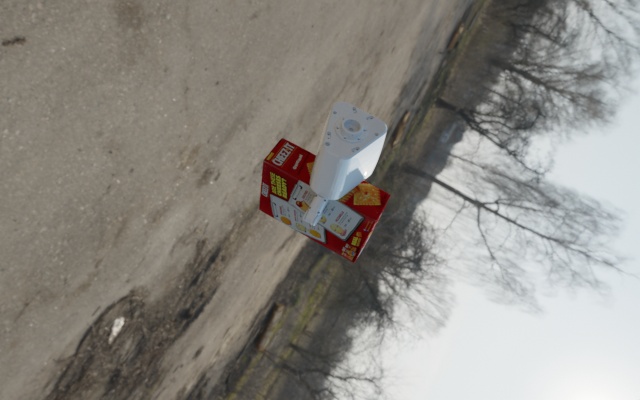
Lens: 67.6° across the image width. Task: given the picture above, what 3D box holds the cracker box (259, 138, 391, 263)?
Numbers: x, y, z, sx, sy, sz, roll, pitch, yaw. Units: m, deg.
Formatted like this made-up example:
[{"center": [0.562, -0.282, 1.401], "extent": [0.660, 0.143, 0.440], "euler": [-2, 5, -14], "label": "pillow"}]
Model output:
[{"center": [0.000, 0.003, 0.859], "extent": [0.213, 0.072, 0.164], "euler": [29, -33, 8], "label": "cracker box"}]
